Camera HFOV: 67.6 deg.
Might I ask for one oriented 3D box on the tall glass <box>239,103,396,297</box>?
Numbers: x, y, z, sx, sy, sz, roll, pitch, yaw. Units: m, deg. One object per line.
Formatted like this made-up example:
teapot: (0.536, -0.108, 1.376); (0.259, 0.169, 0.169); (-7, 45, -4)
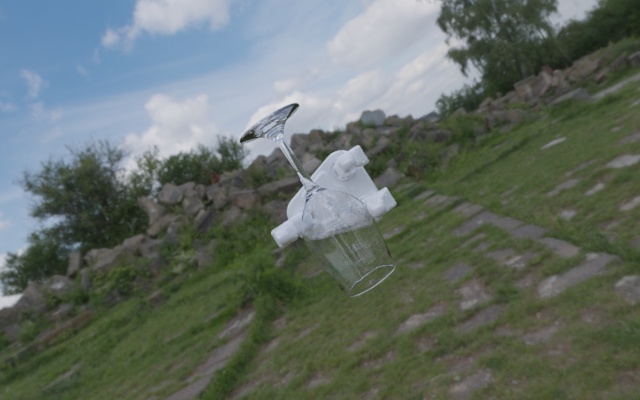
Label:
tall glass: (0.000, 0.001, 0.505); (0.079, 0.201, 0.079); (-33, 1, 0)
